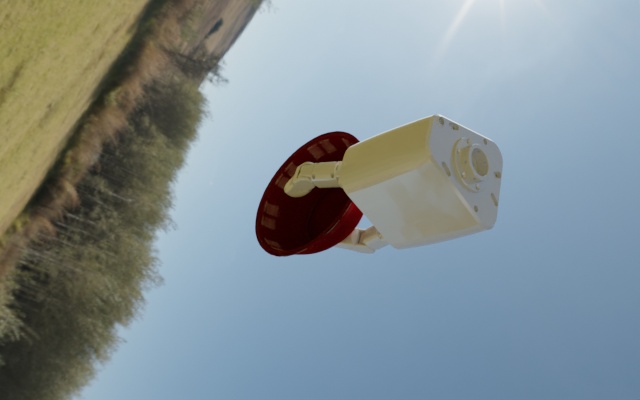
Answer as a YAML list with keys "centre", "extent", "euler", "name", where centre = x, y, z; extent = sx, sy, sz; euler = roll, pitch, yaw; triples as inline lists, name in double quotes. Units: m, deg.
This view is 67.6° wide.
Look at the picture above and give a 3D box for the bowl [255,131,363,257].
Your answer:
- centre: [0.000, 0.002, 0.546]
  extent: [0.162, 0.162, 0.055]
  euler: [0, -30, 48]
  name: "bowl"
